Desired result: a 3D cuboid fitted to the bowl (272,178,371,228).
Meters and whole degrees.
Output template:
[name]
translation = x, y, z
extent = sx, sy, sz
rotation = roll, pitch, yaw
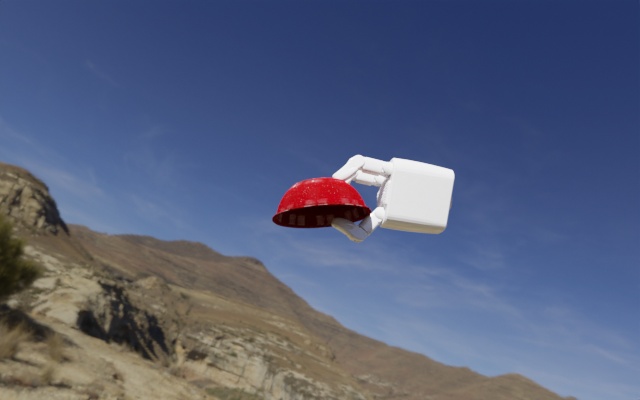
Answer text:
[bowl]
translation = -0.001, 0.002, 0.779
extent = 0.162, 0.055, 0.162
rotation = -5, -15, -1
